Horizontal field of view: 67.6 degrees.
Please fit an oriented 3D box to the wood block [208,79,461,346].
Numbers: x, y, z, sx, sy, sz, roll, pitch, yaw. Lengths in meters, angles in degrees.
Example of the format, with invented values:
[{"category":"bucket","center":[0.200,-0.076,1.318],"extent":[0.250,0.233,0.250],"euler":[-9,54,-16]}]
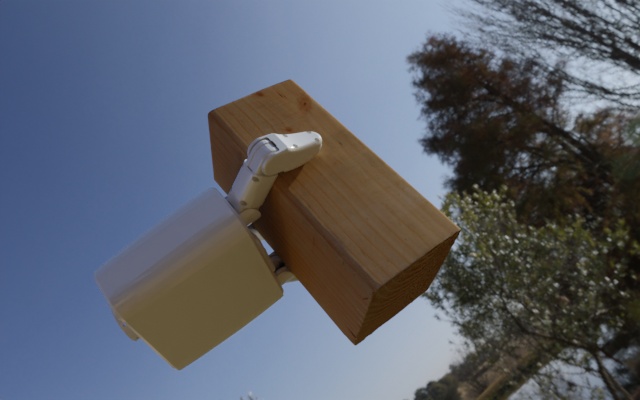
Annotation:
[{"category":"wood block","center":[0.000,0.001,0.401],"extent":[0.090,0.206,0.091],"euler":[-29,-30,-28]}]
